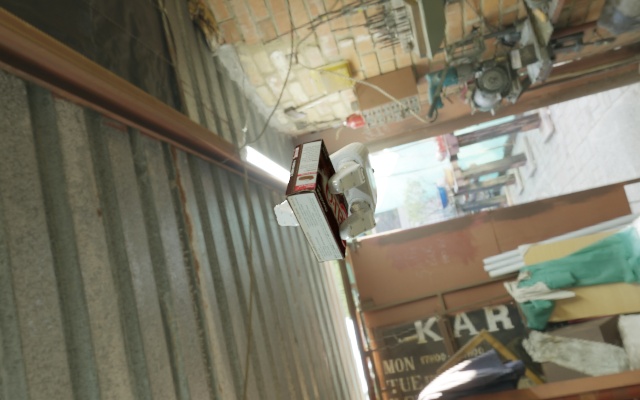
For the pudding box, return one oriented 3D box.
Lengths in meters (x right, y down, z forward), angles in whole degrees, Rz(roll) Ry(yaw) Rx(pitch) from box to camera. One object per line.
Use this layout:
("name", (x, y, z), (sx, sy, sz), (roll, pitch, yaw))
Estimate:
("pudding box", (0.000, 0.002, 0.547), (0.039, 0.114, 0.090), (-12, 41, 17))
